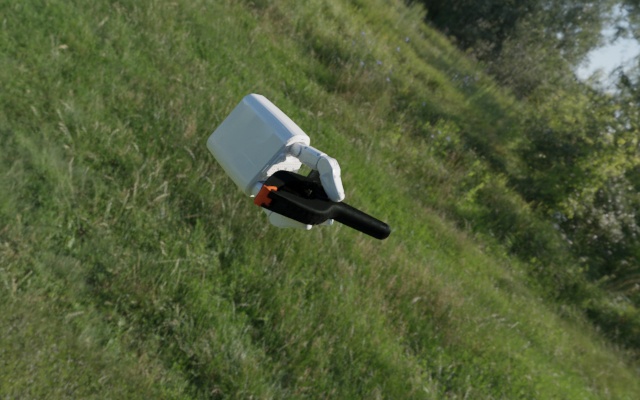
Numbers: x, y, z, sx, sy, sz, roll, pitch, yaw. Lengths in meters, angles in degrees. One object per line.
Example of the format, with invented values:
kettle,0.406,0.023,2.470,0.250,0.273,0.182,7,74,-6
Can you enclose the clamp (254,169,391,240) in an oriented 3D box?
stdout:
clamp,0.000,0.001,0.641,0.164,0.036,0.210,43,24,23
